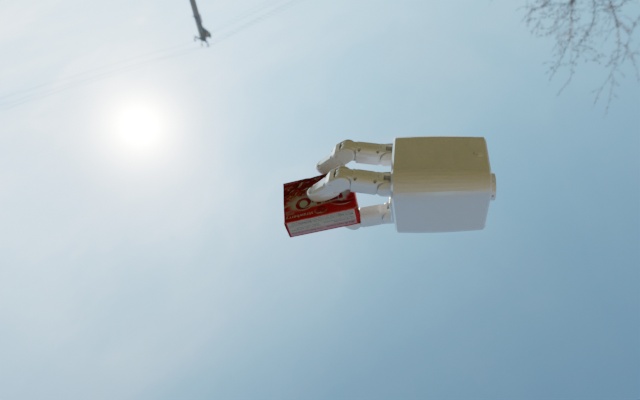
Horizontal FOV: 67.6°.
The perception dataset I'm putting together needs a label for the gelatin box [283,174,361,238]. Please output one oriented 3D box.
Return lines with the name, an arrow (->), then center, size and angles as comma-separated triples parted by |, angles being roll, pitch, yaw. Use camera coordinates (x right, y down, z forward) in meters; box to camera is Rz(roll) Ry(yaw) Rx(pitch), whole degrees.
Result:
gelatin box -> 0.000, 0.002, 0.580 | 0.089, 0.030, 0.073 | -13, 42, 5
